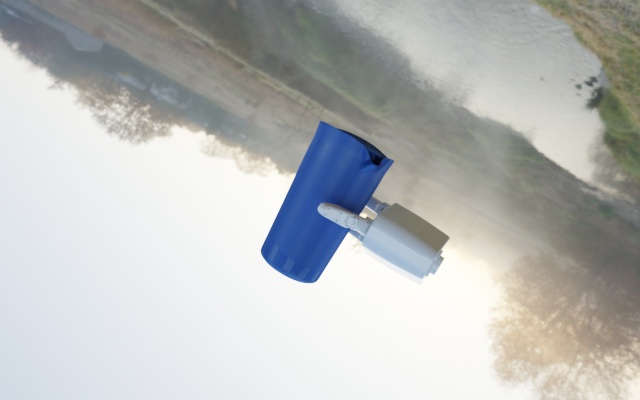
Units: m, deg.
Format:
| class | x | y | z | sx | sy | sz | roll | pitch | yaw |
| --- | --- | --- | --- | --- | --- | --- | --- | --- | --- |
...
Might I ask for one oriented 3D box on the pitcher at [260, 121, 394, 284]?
| class | x | y | z | sx | sy | sz | roll | pitch | yaw |
| --- | --- | --- | --- | --- | --- | --- | --- | --- | --- |
| pitcher | 0.000 | 0.003 | 0.775 | 0.145 | 0.243 | 0.149 | 31 | 7 | 16 |
